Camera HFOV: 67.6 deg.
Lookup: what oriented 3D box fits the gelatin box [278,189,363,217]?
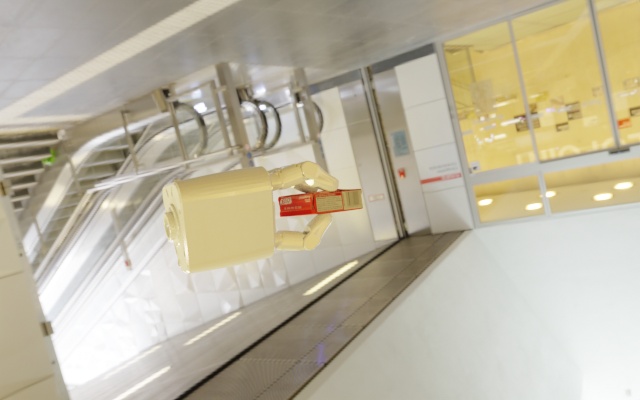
[{"bbox_3d":[0.000,0.003,0.635,0.089,0.030,0.073,-6,0,-42],"label":"gelatin box"}]
